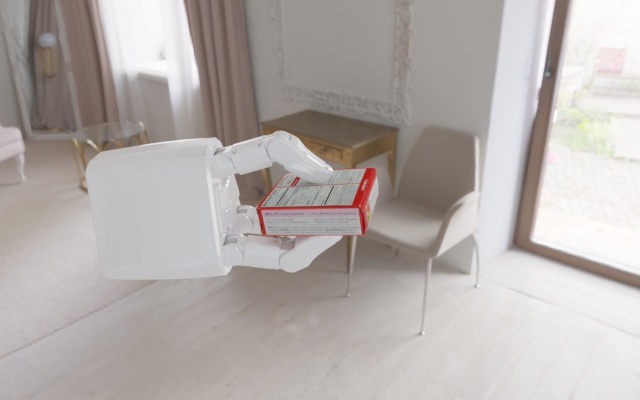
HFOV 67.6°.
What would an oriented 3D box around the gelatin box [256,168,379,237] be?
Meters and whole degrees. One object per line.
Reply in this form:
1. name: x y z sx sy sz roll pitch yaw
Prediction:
1. gelatin box: 0.000 0.001 0.405 0.089 0.030 0.073 -2 26 17
